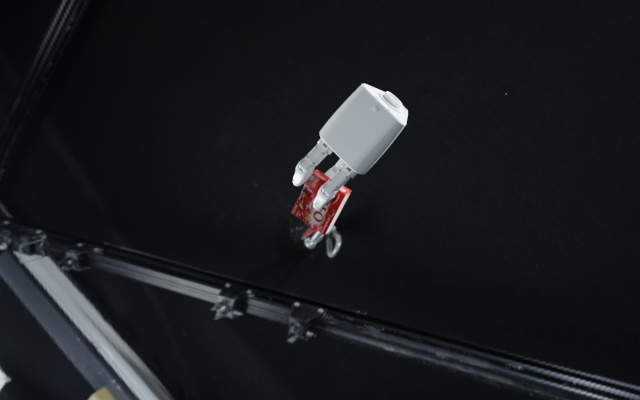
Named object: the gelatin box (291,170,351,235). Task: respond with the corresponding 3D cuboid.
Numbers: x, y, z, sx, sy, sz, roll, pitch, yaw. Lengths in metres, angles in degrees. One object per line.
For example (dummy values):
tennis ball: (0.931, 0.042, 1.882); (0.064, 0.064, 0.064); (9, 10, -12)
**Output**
gelatin box: (0.000, 0.003, 0.819); (0.073, 0.089, 0.030); (33, 26, 13)
